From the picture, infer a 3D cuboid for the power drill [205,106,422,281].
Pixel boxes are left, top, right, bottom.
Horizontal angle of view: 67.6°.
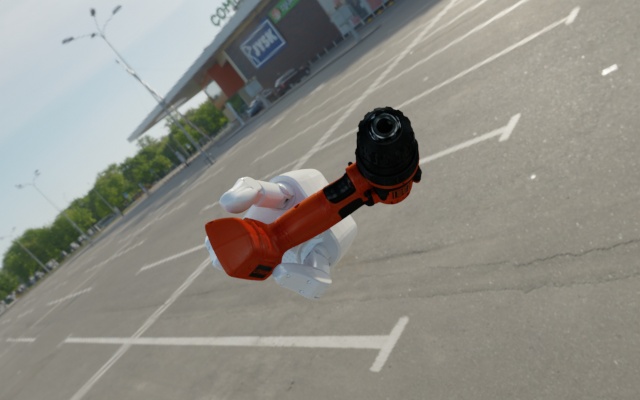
[{"bbox_3d":[0.000,0.002,0.413,0.187,0.057,0.184,-29,-16,3],"label":"power drill"}]
